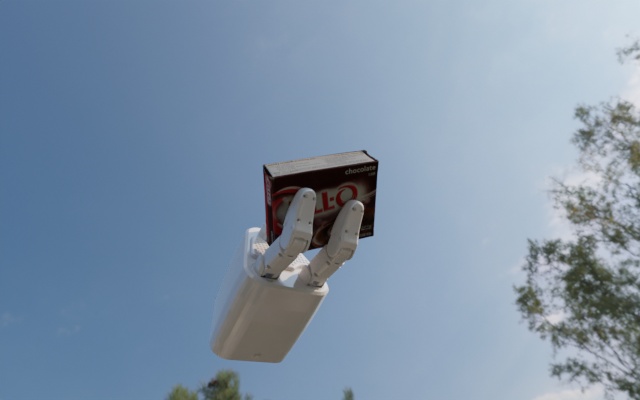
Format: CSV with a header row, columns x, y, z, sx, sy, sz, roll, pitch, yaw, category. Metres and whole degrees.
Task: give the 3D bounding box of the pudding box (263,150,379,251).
x,y,z,sx,sy,sz,roll,pitch,yaw,category
0.000,0.002,0.484,0.113,0.090,0.039,-12,33,-20,pudding box
